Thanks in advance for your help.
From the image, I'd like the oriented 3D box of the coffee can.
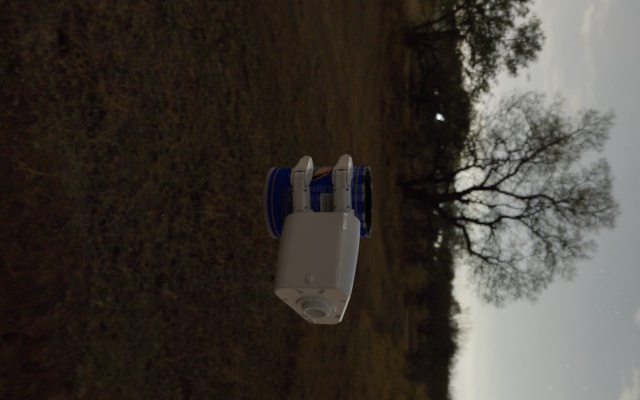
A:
[{"bbox_3d":[0.000,0.002,0.679,0.140,0.103,0.103,-1,0,13],"label":"coffee can"}]
